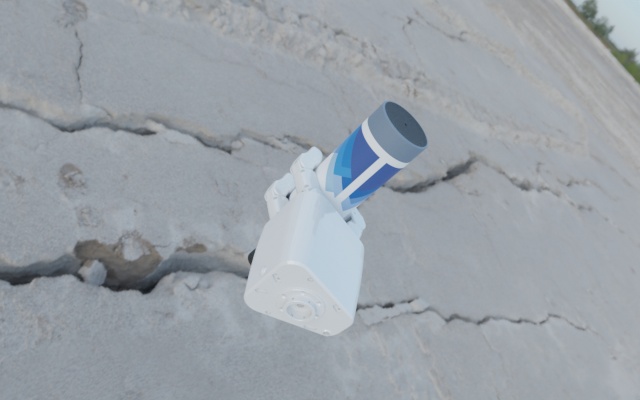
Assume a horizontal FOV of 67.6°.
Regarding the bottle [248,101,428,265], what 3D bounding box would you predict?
[{"bbox_3d":[0.000,0.002,0.586,0.069,0.069,0.296,0,-34,-48],"label":"bottle"}]
